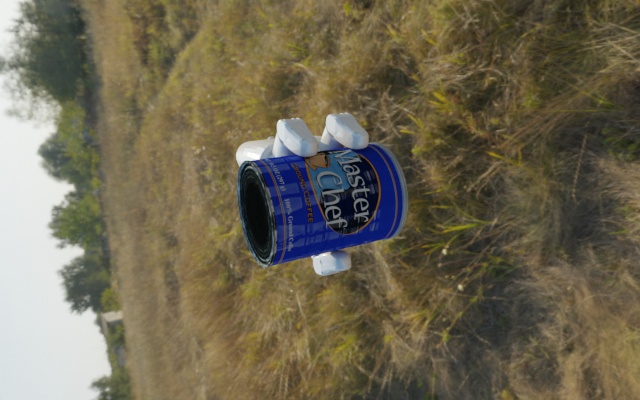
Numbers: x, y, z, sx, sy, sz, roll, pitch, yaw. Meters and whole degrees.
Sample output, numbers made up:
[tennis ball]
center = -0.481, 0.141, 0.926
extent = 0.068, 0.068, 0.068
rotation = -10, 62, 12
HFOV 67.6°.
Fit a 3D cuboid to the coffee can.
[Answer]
[coffee can]
center = 0.000, 0.002, 0.473
extent = 0.140, 0.103, 0.103
rotation = -11, 4, -24
